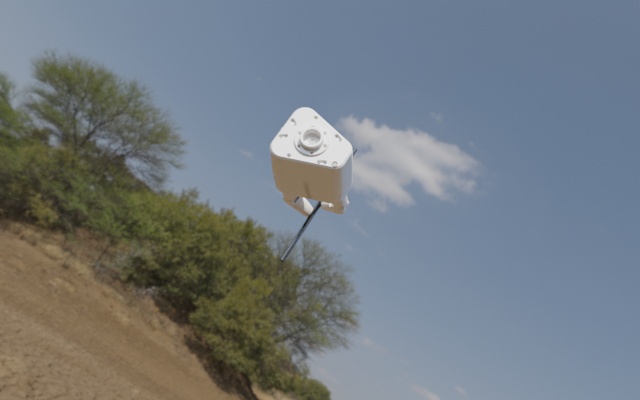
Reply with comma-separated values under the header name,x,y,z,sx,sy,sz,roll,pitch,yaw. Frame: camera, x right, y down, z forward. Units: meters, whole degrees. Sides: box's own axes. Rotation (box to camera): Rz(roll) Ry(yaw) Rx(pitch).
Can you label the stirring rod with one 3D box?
name,x,y,z,sx,sy,sz,roll,pitch,yaw
stirring rod,0.000,0.003,0.809,0.011,0.239,0.011,29,-21,12
